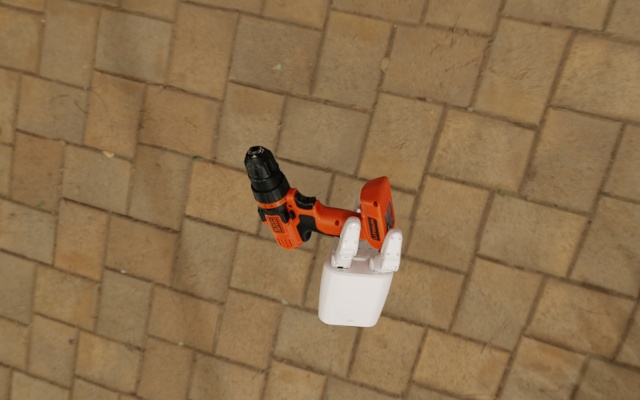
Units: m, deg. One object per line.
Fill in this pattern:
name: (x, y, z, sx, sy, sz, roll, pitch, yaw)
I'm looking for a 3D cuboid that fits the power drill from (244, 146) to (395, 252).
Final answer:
power drill: (0.001, 0.002, 0.643, 0.187, 0.057, 0.185, 5, -41, 22)
